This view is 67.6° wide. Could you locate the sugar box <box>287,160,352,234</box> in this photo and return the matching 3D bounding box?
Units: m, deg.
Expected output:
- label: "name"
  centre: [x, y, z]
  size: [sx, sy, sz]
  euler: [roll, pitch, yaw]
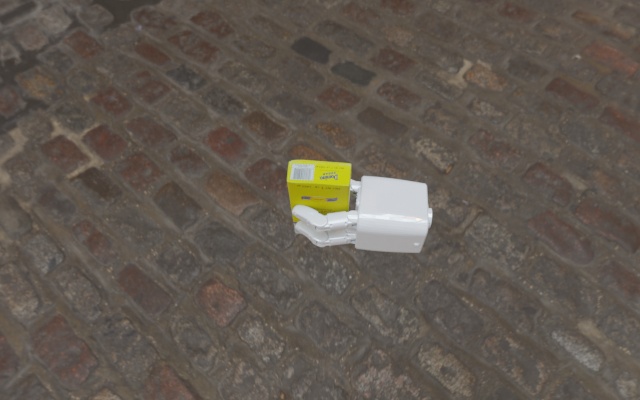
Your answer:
- label: "sugar box"
  centre: [0.000, 0.003, 0.761]
  size: [0.093, 0.048, 0.176]
  euler: [4, -31, 5]
